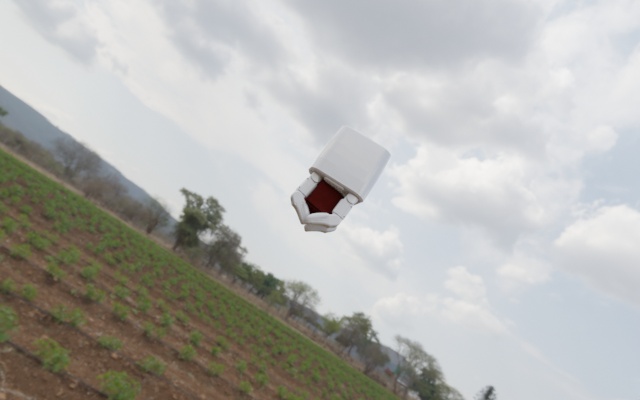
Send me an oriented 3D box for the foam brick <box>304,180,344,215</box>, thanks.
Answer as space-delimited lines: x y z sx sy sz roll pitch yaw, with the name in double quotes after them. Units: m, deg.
0.000 0.003 0.878 0.053 0.051 0.078 38 -15 -7 "foam brick"
